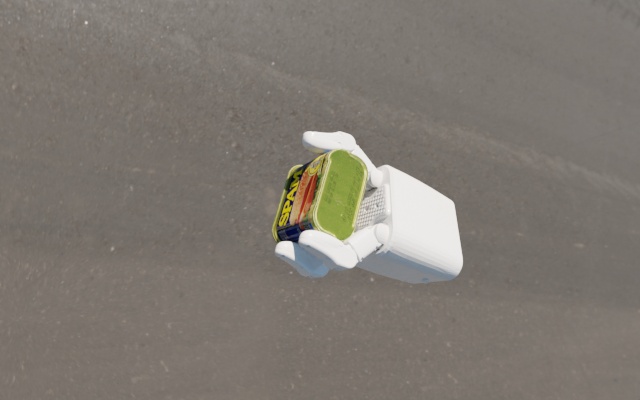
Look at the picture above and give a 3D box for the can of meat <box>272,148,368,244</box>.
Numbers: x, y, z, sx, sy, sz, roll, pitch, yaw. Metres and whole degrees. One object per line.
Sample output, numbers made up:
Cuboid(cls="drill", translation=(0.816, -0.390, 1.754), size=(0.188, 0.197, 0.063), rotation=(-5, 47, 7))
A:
Cuboid(cls="can of meat", translation=(0.000, 0.001, 0.510), size=(0.057, 0.102, 0.084), rotation=(26, -25, -25))
